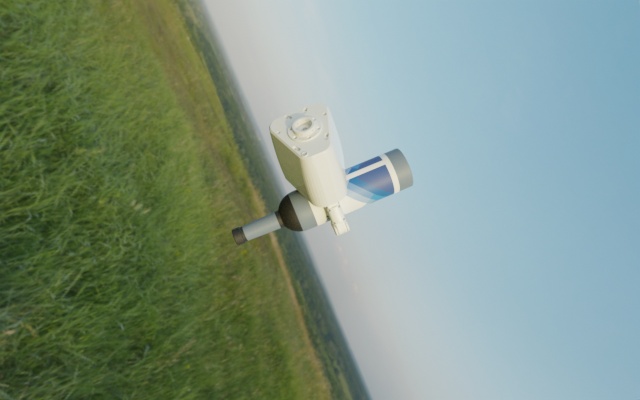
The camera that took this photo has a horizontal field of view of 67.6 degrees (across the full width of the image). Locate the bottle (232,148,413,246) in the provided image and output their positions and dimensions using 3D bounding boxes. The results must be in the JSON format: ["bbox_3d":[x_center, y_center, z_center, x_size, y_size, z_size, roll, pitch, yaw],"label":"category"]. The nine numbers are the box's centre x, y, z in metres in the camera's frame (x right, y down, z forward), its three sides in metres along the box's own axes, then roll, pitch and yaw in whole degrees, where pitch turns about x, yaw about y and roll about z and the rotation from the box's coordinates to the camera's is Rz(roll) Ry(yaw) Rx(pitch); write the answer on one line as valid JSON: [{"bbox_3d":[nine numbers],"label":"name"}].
[{"bbox_3d":[0.000,0.002,0.764,0.295,0.069,0.069,-23,1,-4],"label":"bottle"}]
